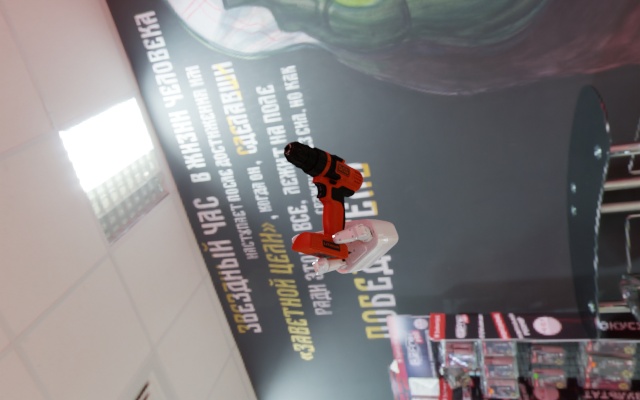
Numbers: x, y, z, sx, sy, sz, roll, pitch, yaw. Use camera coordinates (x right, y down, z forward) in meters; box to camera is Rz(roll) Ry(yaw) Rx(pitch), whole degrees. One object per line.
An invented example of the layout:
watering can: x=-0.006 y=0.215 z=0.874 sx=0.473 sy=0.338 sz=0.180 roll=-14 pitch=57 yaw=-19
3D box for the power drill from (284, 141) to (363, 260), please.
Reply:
power drill: x=0.000 y=0.003 z=0.846 sx=0.184 sy=0.187 sz=0.057 roll=22 pitch=-21 yaw=-39
